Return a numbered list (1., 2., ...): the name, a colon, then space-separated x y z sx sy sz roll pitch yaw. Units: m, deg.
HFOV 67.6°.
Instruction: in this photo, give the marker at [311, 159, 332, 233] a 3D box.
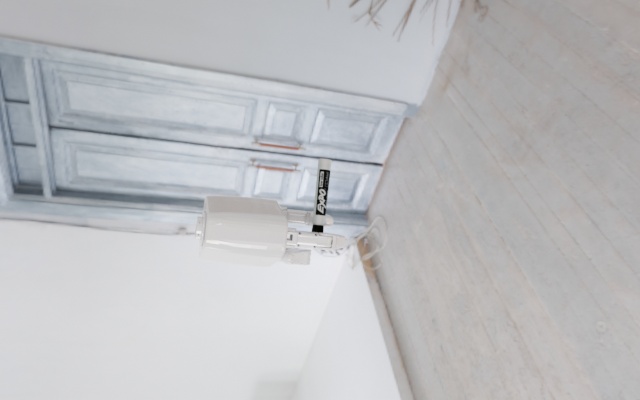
1. marker: 0.000 0.002 0.670 0.020 0.121 0.020 6 -2 0
